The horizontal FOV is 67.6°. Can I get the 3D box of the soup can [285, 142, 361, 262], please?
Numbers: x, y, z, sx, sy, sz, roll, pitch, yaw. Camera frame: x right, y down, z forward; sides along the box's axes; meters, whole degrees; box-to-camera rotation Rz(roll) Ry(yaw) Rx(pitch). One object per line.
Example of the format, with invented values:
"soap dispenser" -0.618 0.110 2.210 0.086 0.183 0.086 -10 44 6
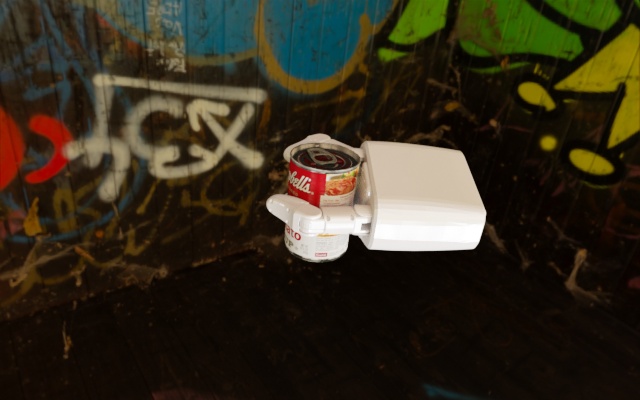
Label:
"soup can" 0.000 0.002 0.478 0.068 0.102 0.068 5 28 -3
